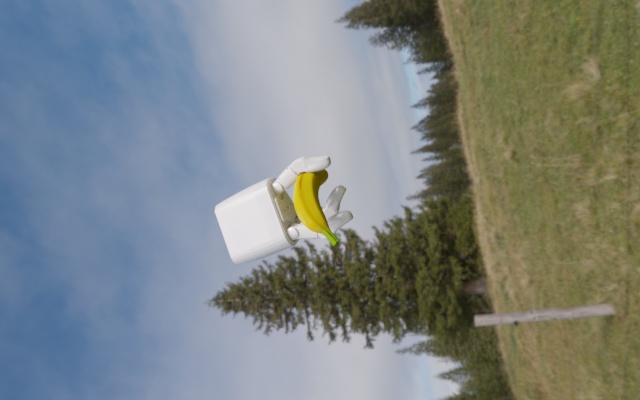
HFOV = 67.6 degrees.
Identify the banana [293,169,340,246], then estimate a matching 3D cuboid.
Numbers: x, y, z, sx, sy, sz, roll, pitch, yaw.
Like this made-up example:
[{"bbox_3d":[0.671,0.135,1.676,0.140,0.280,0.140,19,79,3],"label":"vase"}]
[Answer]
[{"bbox_3d":[-0.011,-0.007,0.726,0.037,0.070,0.197,-35,29,19],"label":"banana"}]
